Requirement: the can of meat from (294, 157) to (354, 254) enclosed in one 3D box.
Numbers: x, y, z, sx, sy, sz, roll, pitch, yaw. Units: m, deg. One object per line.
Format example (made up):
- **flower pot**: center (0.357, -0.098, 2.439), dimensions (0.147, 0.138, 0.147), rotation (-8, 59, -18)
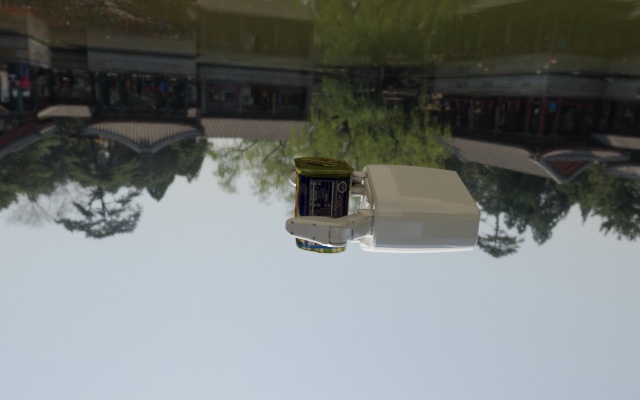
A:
- **can of meat**: center (0.000, 0.002, 0.504), dimensions (0.057, 0.084, 0.102), rotation (1, 12, -5)
